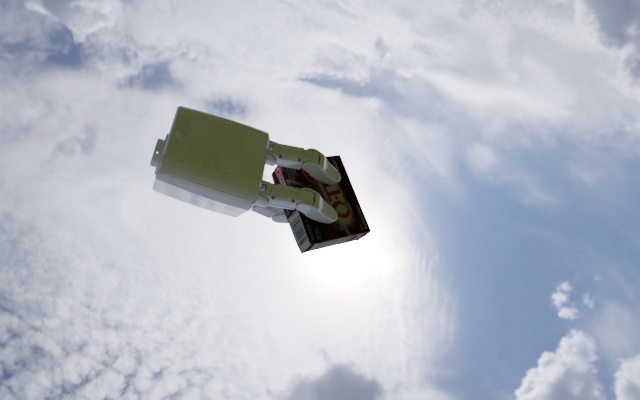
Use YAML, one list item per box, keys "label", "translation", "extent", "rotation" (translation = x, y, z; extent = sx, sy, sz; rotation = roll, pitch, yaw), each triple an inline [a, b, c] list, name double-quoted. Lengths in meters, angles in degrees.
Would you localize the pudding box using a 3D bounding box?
- label: "pudding box"
  translation: [0.000, 0.002, 0.592]
  extent: [0.090, 0.113, 0.039]
  rotation: [-10, -18, -31]
